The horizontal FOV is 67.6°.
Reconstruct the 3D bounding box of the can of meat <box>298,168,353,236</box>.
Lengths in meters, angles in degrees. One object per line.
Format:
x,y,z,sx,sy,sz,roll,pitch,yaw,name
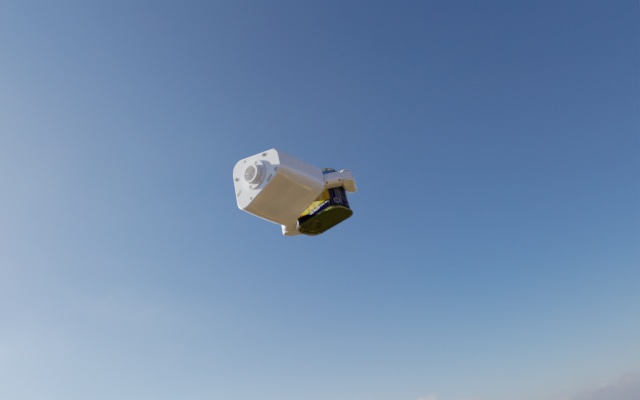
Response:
0.000,0.002,0.855,0.102,0.084,0.057,-32,-33,30,can of meat
